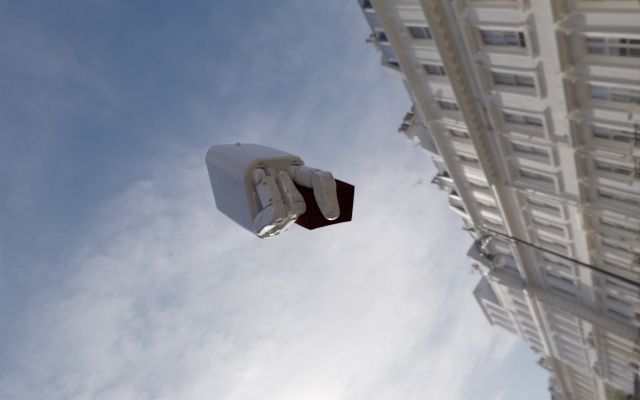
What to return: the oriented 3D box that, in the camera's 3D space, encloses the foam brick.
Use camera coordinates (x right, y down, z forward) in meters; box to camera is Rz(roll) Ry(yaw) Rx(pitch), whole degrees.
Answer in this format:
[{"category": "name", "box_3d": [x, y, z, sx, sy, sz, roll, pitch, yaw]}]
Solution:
[{"category": "foam brick", "box_3d": [0.000, 0.002, 0.635, 0.078, 0.053, 0.051, -9, 22, -42]}]
